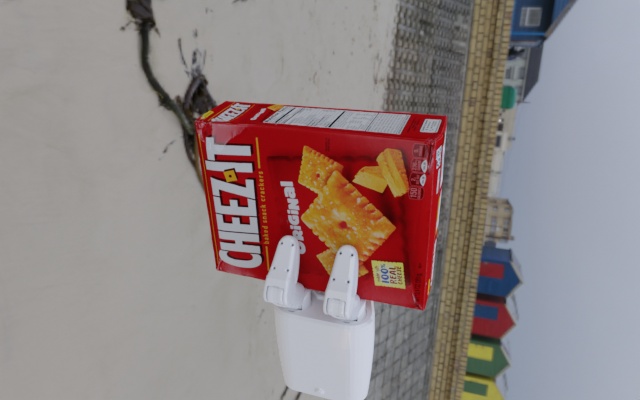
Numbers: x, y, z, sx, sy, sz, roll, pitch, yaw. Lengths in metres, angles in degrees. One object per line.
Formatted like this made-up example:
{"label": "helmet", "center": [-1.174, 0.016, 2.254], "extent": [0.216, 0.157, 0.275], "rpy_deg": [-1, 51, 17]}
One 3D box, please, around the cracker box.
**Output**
{"label": "cracker box", "center": [0.000, 0.001, 0.443], "extent": [0.213, 0.164, 0.072], "rpy_deg": [7, 28, 17]}
